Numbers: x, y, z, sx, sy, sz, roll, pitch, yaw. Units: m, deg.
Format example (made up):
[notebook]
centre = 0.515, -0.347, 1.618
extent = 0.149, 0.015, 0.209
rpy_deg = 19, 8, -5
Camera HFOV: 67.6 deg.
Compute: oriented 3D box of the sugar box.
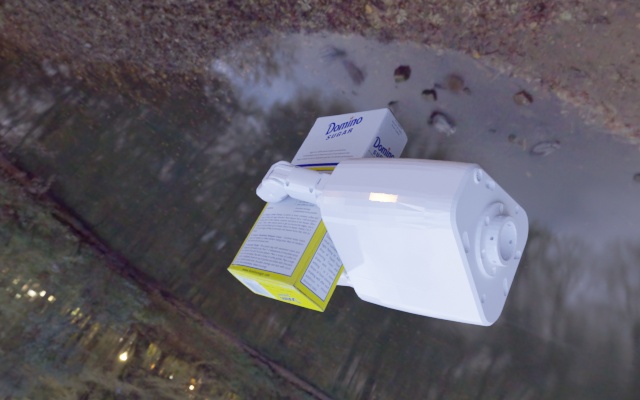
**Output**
[sugar box]
centre = 0.000, 0.002, 0.414
extent = 0.093, 0.176, 0.048
rpy_deg = 3, -37, 47
